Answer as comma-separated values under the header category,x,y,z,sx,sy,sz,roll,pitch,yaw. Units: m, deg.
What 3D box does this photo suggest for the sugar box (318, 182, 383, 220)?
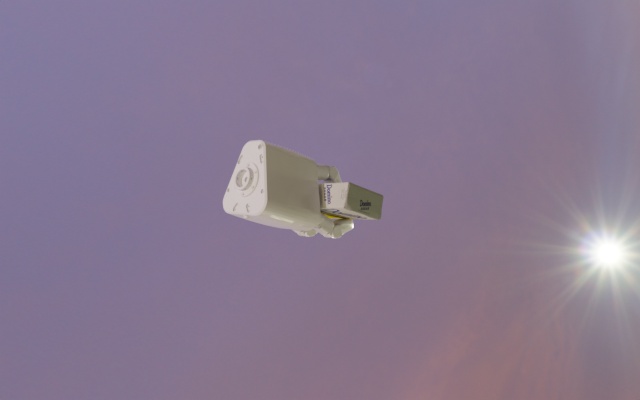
category,x,y,z,sx,sy,sz,roll,pitch,yaw
sugar box,0.000,0.003,0.754,0.176,0.048,0.093,3,-10,42
